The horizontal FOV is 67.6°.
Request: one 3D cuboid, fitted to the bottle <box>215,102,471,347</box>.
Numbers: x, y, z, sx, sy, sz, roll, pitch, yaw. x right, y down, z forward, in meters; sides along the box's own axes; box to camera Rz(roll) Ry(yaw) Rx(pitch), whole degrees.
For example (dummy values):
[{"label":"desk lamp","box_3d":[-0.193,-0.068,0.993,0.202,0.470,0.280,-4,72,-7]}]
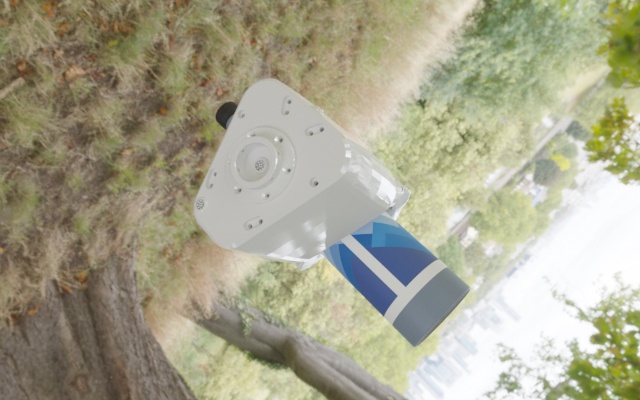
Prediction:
[{"label":"bottle","box_3d":[0.000,0.002,0.440,0.295,0.069,0.069,43,20,23]}]
